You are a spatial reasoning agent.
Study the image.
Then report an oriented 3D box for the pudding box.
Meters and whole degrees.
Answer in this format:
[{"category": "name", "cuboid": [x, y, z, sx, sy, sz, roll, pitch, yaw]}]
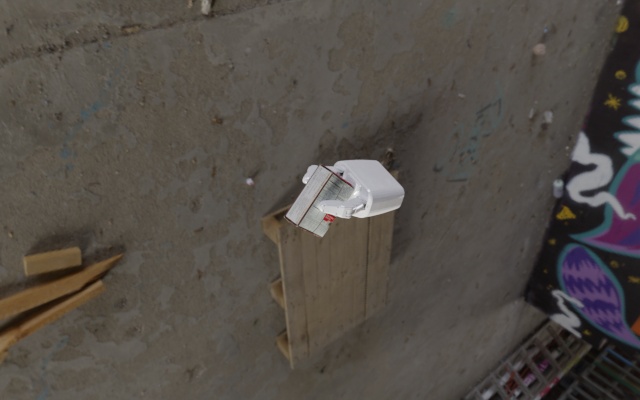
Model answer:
[{"category": "pudding box", "cuboid": [0.000, 0.003, 0.834, 0.039, 0.113, 0.090, 33, 1, 35]}]
